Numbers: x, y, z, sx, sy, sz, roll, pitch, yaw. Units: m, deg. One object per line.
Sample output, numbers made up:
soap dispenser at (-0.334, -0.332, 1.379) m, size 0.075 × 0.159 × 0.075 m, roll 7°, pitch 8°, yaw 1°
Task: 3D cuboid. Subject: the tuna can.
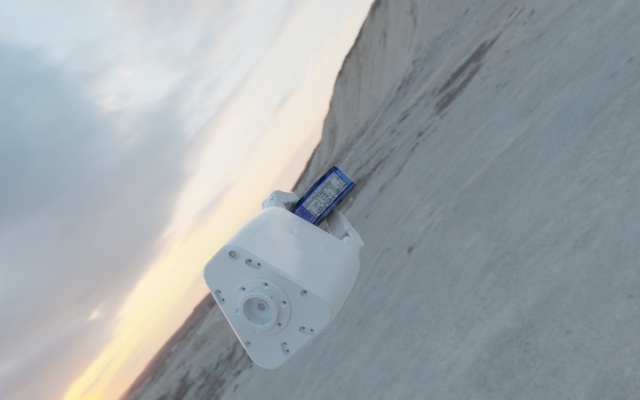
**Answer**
tuna can at (0.000, 0.001, 0.546) m, size 0.034 × 0.086 × 0.086 m, roll 43°, pitch 3°, yaw 3°
